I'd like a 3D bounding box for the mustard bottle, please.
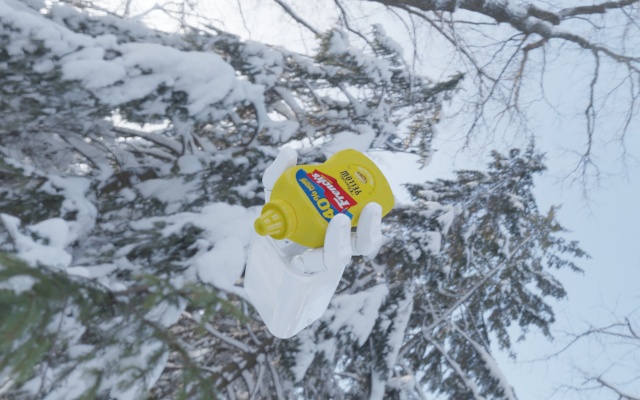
[{"bbox_3d":[0.000,0.001,0.536,0.191,0.096,0.058,-23,-16,-47],"label":"mustard bottle"}]
